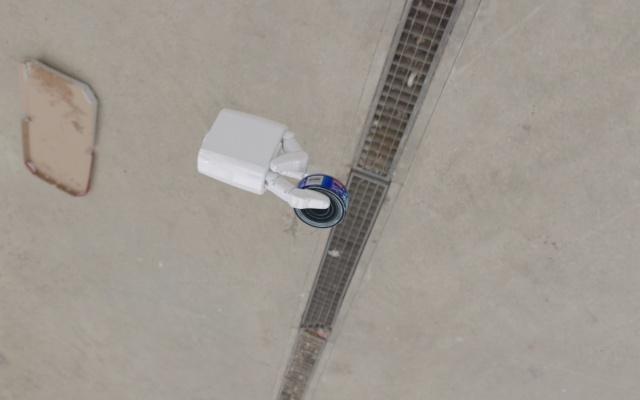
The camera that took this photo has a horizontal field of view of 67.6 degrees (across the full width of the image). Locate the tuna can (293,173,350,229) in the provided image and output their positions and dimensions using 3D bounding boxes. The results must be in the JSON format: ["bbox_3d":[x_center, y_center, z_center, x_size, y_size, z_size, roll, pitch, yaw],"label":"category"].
[{"bbox_3d":[0.000,0.003,0.737,0.086,0.086,0.033,0,39,14],"label":"tuna can"}]
